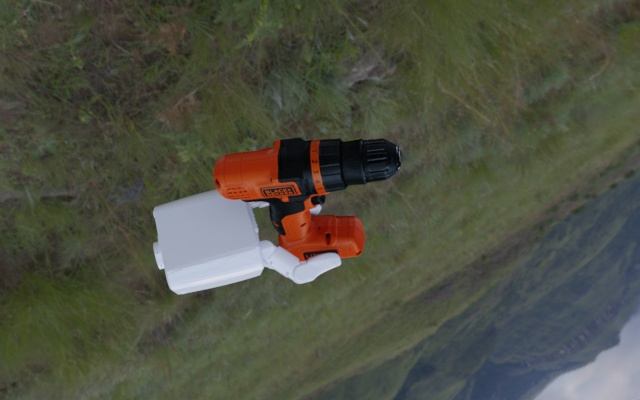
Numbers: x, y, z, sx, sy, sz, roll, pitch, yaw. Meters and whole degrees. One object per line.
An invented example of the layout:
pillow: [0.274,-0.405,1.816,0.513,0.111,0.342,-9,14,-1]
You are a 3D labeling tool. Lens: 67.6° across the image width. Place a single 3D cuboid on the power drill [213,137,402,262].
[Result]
power drill: [0.000,0.002,0.521,0.184,0.057,0.188,-4,-33,11]
